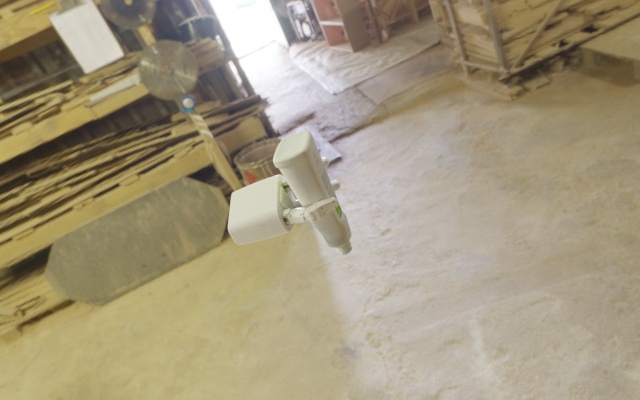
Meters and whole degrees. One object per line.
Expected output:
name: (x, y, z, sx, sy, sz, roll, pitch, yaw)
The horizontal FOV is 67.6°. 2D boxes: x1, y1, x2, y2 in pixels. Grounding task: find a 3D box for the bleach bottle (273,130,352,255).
bleach bottle: (0.000, 0.003, 0.872, 0.068, 0.251, 0.102, -17, 29, 16)
